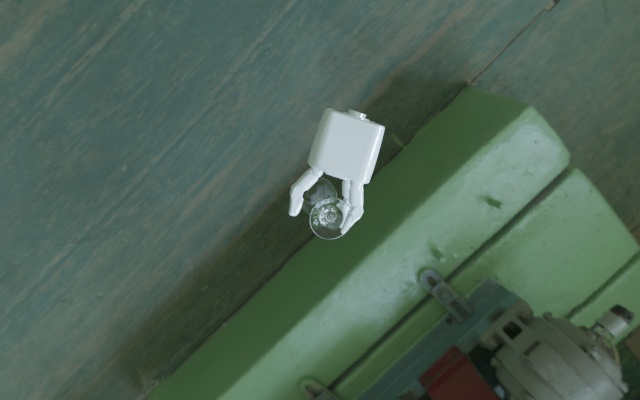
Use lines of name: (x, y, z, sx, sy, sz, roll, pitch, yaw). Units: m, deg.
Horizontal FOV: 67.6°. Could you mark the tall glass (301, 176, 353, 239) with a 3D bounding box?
tall glass: (0.000, 0.003, 0.896, 0.079, 0.079, 0.201, 0, 16, -11)
